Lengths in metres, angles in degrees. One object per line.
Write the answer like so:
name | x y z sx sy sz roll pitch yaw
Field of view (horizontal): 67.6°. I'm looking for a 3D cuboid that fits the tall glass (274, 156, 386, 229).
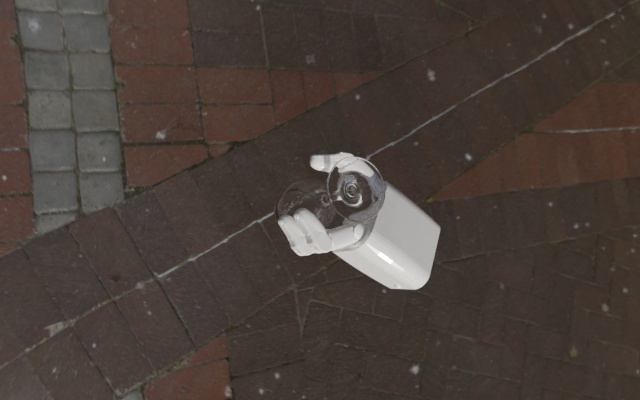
tall glass | 0.000 0.002 0.620 0.079 0.079 0.201 0 -8 -25
